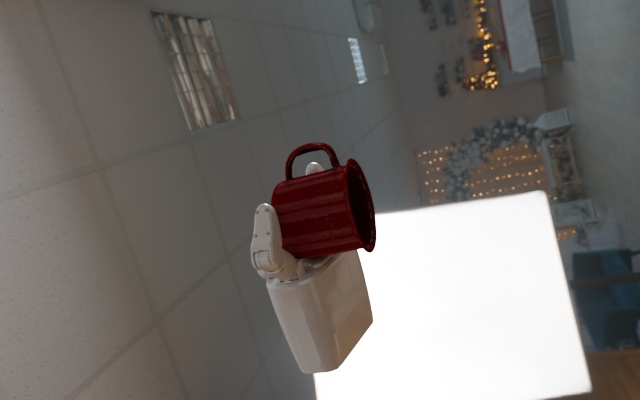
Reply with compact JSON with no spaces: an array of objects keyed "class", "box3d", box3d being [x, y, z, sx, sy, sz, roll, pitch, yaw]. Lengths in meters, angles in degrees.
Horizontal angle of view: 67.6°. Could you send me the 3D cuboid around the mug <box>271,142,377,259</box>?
[{"class":"mug","box3d":[-0.001,0.000,0.469,0.081,0.117,0.093,-12,13,19]}]
